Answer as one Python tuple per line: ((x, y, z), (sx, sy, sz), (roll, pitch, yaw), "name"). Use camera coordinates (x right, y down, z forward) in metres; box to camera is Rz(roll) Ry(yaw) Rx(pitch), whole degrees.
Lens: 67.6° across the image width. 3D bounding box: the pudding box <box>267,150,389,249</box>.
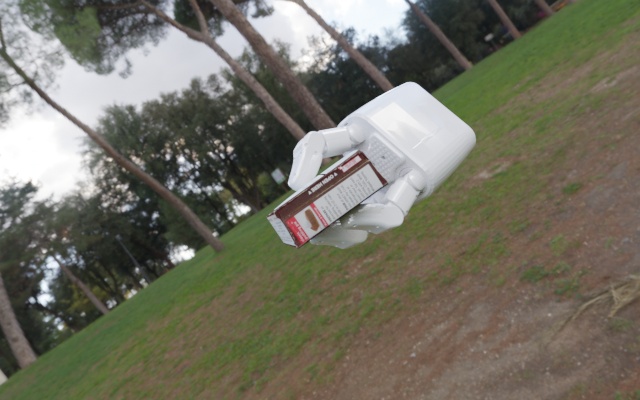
((0.000, 0.001, 0.420), (0.090, 0.039, 0.113), (-36, 1, -9), "pudding box")
